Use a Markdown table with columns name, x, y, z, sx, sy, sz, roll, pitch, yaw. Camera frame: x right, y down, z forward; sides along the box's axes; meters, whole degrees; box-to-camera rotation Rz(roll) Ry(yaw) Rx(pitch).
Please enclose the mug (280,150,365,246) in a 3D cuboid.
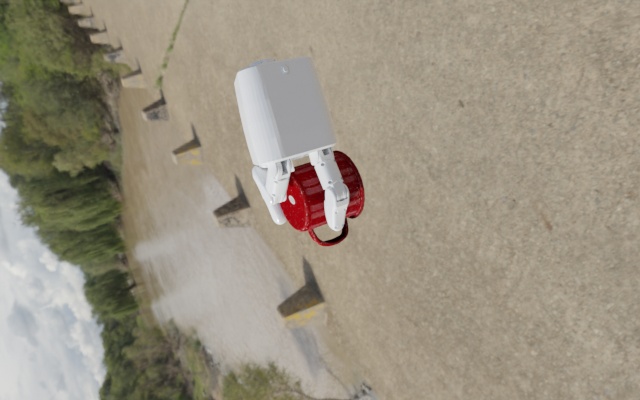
| name | x | y | z | sx | sy | sz | roll | pitch | yaw |
| --- | --- | --- | --- | --- | --- | --- | --- | --- | --- |
| mug | 0.000 | 0.003 | 0.612 | 0.081 | 0.117 | 0.093 | -19 | 8 | -27 |
